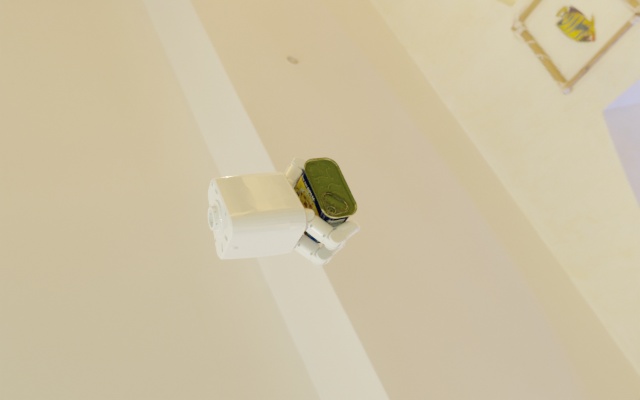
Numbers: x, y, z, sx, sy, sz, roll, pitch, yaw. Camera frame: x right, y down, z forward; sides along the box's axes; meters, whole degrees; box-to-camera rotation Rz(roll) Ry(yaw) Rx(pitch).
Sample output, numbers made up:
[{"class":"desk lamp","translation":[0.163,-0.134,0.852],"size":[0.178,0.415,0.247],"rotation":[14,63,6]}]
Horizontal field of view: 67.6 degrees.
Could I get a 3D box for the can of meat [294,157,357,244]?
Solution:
[{"class":"can of meat","translation":[0.000,0.002,0.707],"size":[0.057,0.102,0.084],"rotation":[-9,-29,-29]}]
